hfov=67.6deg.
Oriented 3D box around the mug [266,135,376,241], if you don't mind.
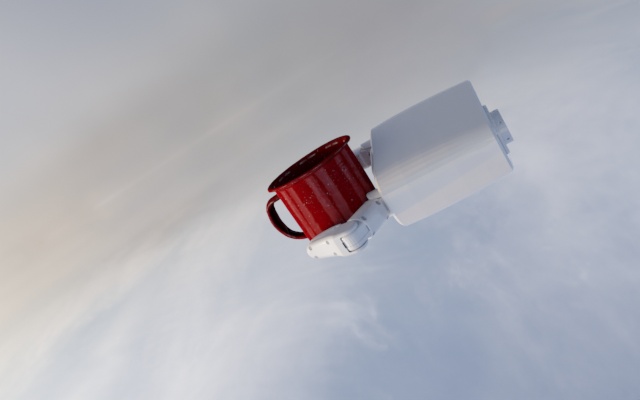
[{"bbox_3d":[-0.001,0.002,0.464,0.117,0.081,0.093,-28,15,24],"label":"mug"}]
